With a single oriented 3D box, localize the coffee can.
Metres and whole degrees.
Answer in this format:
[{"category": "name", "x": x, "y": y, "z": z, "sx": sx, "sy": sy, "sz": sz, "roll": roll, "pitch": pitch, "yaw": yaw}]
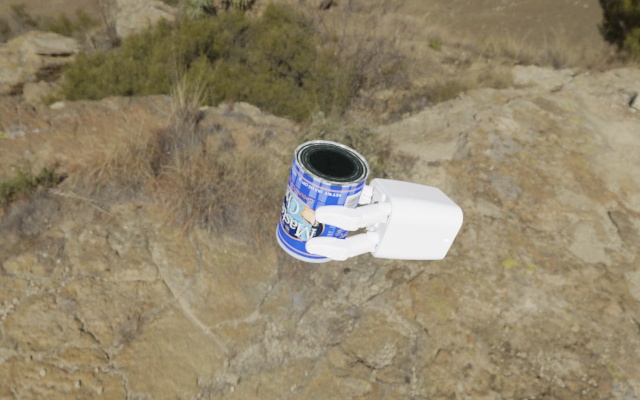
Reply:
[{"category": "coffee can", "x": 0.000, "y": 0.002, "z": 0.669, "sx": 0.103, "sy": 0.140, "sz": 0.102, "roll": 10, "pitch": 37, "yaw": -8}]
